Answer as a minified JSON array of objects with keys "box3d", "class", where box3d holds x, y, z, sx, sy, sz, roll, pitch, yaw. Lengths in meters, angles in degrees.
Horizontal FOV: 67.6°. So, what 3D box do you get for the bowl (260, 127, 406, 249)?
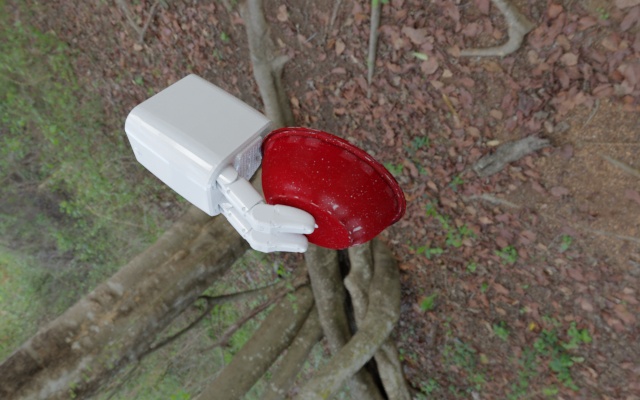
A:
[{"box3d":[0.001,0.002,0.476,0.162,0.055,0.162,22,-27,12],"class":"bowl"}]
